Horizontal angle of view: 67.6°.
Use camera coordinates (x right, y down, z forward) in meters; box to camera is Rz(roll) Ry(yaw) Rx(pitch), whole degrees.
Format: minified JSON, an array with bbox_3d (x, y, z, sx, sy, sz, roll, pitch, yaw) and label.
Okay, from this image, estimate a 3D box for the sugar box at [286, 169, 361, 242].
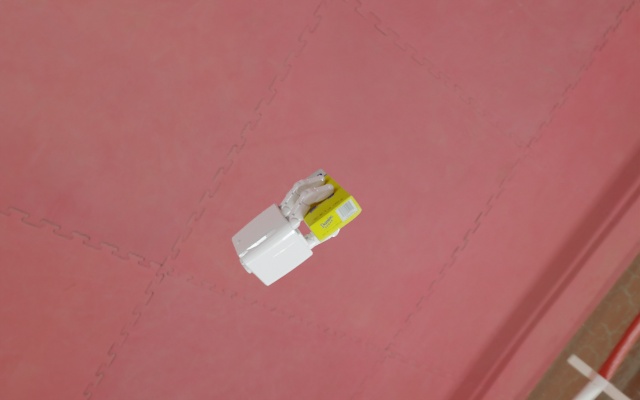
[{"bbox_3d":[0.000,0.003,0.894,0.093,0.048,0.176,-36,29,-4],"label":"sugar box"}]
